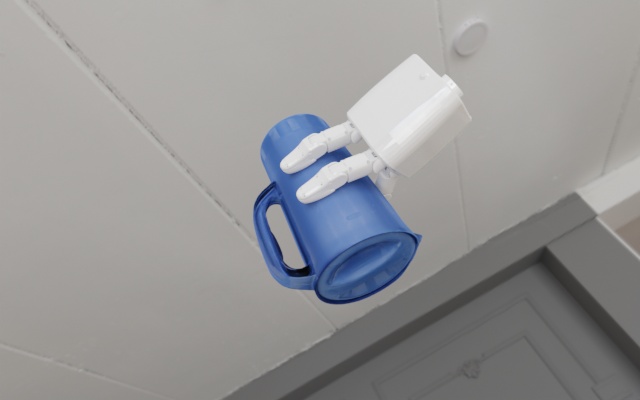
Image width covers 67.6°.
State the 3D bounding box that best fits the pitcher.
[{"bbox_3d":[0.000,0.002,0.607,0.145,0.242,0.149,-43,-38,17],"label":"pitcher"}]
